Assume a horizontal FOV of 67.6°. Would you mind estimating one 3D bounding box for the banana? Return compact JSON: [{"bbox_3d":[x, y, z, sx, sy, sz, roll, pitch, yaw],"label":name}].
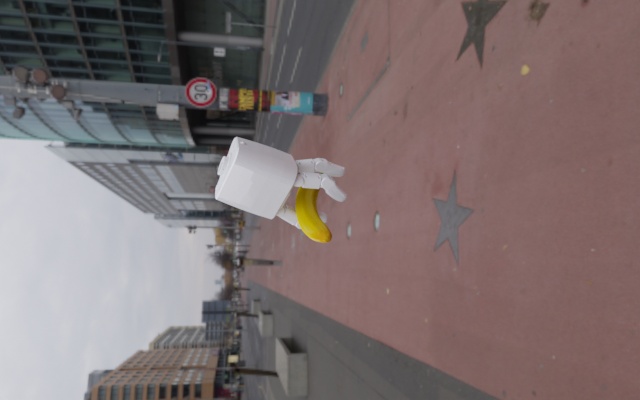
[{"bbox_3d":[-0.014,0.010,0.827,0.070,0.197,0.037,-35,-58,26],"label":"banana"}]
